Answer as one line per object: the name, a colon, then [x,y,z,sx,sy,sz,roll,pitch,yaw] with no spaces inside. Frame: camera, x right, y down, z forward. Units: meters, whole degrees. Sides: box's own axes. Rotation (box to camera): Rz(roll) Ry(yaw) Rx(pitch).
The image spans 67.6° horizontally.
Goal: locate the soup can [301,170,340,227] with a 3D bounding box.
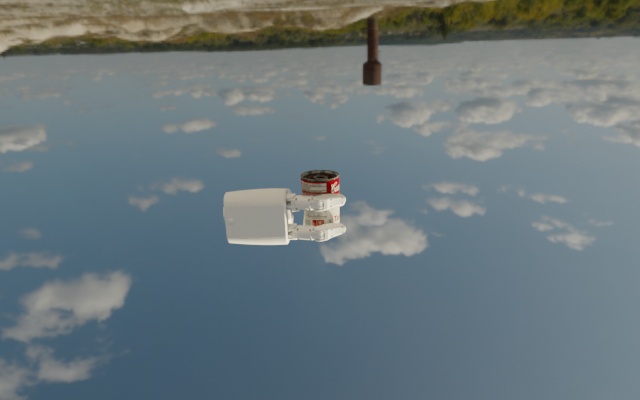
soup can: [0.001,0.003,0.852,0.068,0.102,0.068,-1,18,0]
